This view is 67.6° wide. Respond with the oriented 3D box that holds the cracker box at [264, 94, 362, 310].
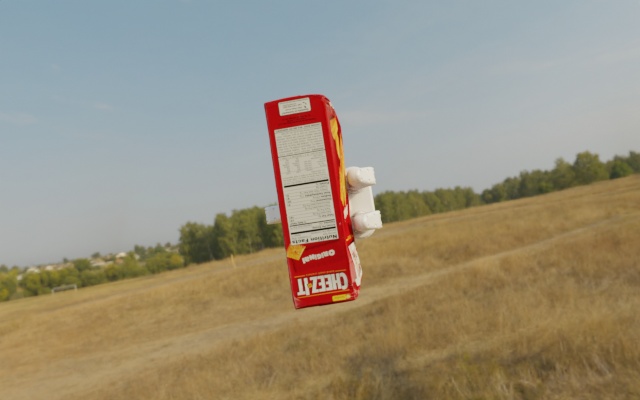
[{"bbox_3d":[0.000,0.002,0.553,0.072,0.213,0.164,-9,-3,7],"label":"cracker box"}]
